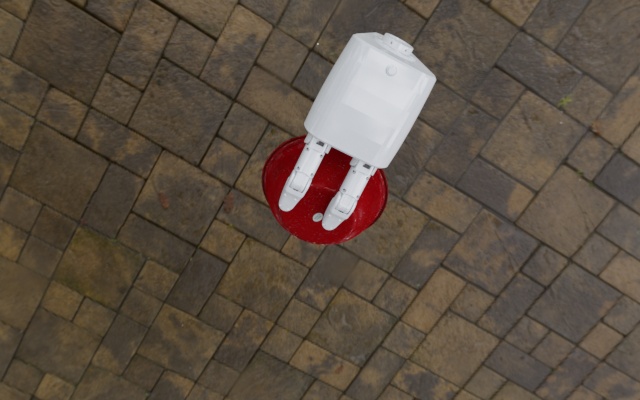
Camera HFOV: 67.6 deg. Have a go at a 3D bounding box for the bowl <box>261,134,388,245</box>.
[{"bbox_3d":[0.000,0.003,0.582,0.162,0.162,0.055,0,38,12],"label":"bowl"}]
